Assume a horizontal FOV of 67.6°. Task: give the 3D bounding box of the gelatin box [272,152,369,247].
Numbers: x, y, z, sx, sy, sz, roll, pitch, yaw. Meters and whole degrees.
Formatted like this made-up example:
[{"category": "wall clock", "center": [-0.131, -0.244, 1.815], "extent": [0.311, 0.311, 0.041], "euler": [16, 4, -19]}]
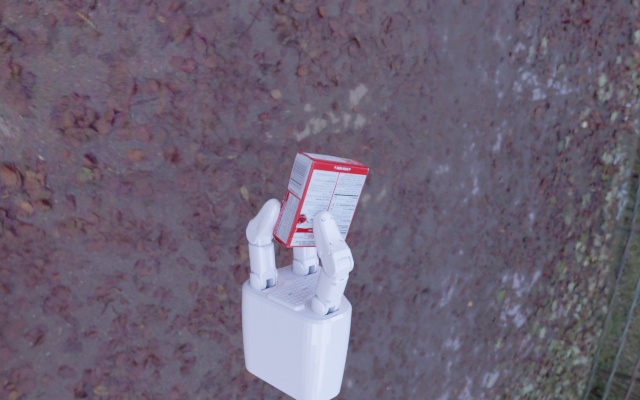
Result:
[{"category": "gelatin box", "center": [0.000, 0.001, 0.460], "extent": [0.073, 0.089, 0.030], "euler": [3, 21, -41]}]
